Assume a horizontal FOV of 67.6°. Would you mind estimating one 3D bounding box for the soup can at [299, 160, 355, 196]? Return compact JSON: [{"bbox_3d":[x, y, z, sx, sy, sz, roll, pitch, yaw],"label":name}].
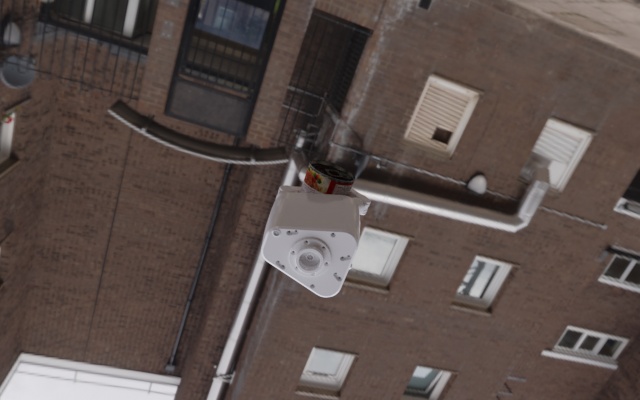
[{"bbox_3d":[0.000,0.002,0.678,0.068,0.102,0.068,18,20,-7],"label":"soup can"}]
